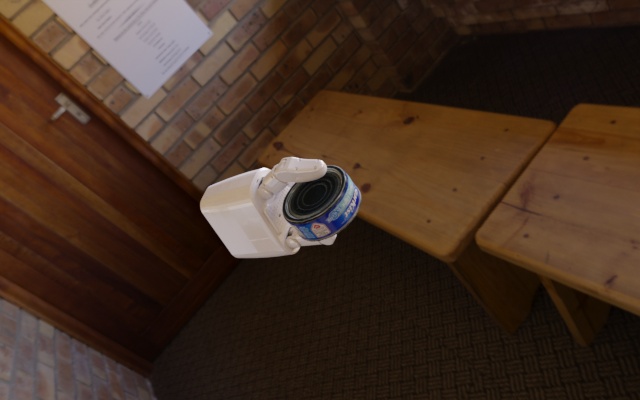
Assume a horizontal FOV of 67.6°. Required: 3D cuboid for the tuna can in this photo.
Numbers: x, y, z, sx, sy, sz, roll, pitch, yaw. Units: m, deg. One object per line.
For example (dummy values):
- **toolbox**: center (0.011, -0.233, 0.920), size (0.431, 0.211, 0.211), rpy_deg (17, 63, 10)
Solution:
- **tuna can**: center (0.000, 0.001, 0.532), size (0.086, 0.086, 0.034), rpy_deg (0, -40, 42)
